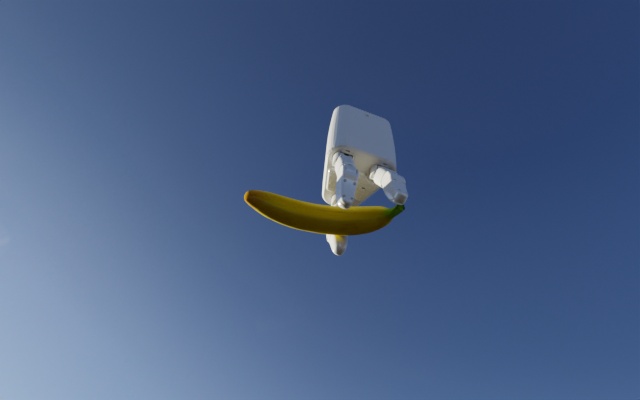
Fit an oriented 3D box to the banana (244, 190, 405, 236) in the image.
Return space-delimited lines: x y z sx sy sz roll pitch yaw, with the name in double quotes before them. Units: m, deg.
"banana" 0.004 0.015 0.609 0.198 0.037 0.070 3 -44 5
